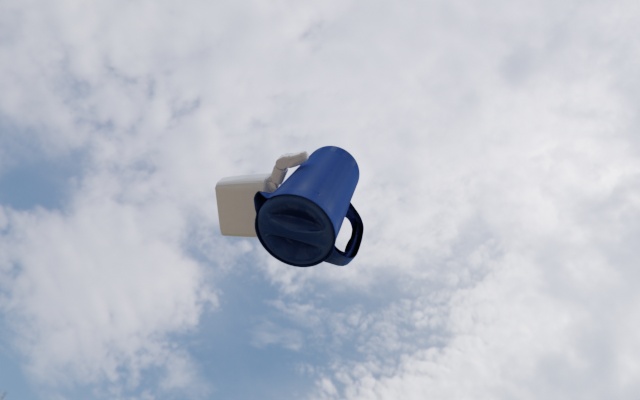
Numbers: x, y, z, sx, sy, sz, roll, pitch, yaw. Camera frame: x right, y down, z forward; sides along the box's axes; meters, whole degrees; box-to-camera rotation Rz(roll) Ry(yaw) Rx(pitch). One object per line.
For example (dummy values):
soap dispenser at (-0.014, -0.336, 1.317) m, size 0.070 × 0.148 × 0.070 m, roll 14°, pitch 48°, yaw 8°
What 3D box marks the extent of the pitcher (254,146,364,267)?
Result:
pitcher at (0.000, 0.003, 0.831) m, size 0.145 × 0.149 × 0.242 m, roll -3°, pitch 27°, yaw 21°
